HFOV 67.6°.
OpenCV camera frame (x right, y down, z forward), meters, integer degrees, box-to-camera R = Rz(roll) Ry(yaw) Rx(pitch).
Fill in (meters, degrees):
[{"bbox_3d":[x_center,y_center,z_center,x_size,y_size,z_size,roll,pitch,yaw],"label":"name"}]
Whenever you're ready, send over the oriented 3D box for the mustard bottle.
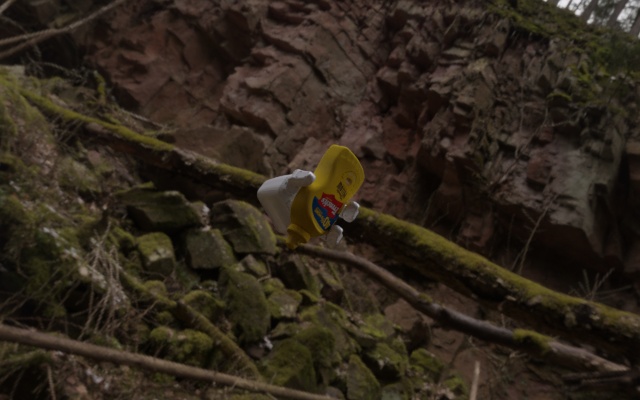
[{"bbox_3d":[0.000,0.003,0.820,0.058,0.191,0.096,18,-27,38],"label":"mustard bottle"}]
